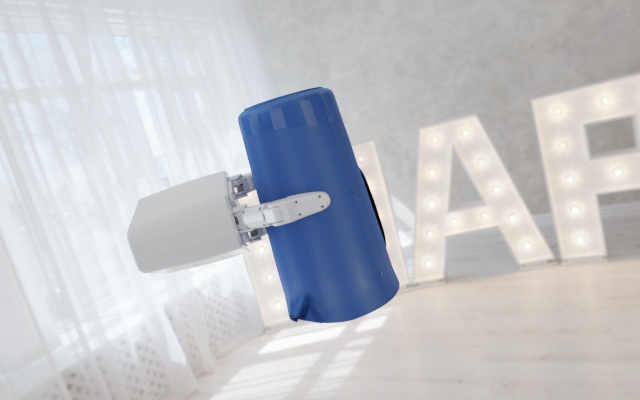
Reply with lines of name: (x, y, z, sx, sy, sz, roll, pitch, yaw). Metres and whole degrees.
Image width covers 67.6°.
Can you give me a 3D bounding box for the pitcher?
pitcher: (0.000, 0.002, 0.541, 0.145, 0.243, 0.149, -17, 9, -4)
